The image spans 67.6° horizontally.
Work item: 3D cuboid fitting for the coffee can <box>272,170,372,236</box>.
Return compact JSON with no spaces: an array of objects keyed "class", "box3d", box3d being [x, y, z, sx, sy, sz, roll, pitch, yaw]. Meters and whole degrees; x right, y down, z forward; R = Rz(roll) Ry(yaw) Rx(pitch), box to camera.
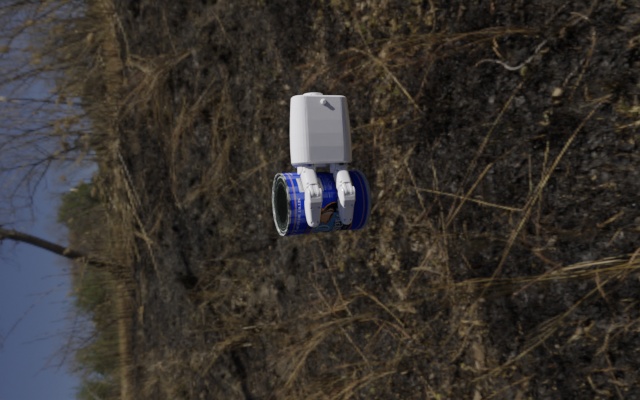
[{"class":"coffee can","box3d":[0.000,0.003,0.794,0.140,0.103,0.103,-4,1,-20]}]
